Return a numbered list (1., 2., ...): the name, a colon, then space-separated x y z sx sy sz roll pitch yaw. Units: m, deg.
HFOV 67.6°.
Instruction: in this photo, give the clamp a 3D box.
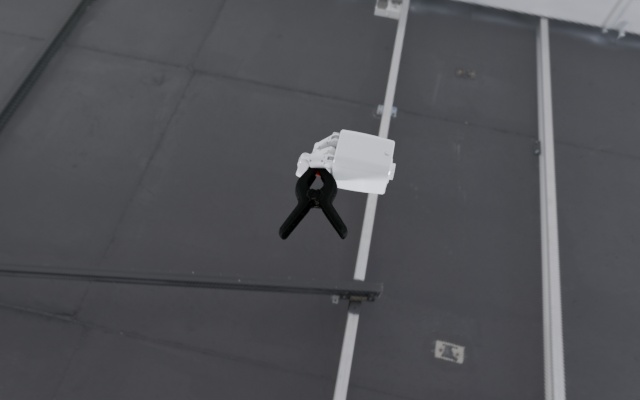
1. clamp: 0.000 0.003 0.872 0.120 0.171 0.039 10 -31 7
